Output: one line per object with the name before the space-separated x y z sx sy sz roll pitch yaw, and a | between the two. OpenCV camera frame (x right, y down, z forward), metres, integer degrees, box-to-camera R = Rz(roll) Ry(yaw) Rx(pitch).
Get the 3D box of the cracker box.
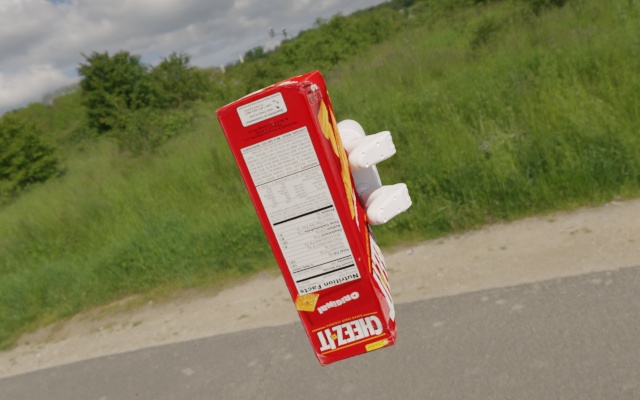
cracker box | 0.000 0.001 0.417 0.072 0.214 0.164 -18 15 9
